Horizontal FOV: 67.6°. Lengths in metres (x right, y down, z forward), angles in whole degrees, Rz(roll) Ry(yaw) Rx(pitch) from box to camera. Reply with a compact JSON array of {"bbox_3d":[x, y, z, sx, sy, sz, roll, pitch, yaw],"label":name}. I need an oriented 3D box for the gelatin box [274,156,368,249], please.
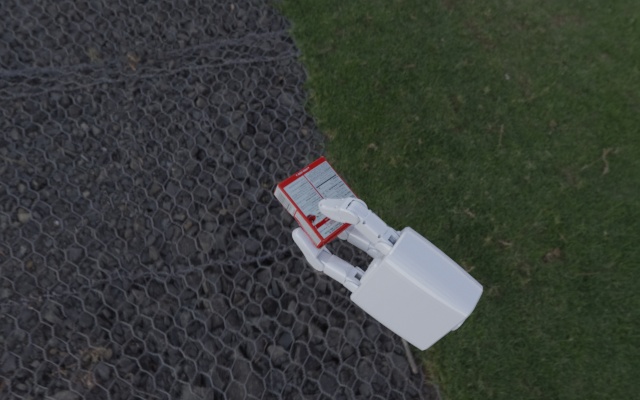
[{"bbox_3d":[0.000,0.001,0.572,0.073,0.089,0.030,-35,-10,-26],"label":"gelatin box"}]
